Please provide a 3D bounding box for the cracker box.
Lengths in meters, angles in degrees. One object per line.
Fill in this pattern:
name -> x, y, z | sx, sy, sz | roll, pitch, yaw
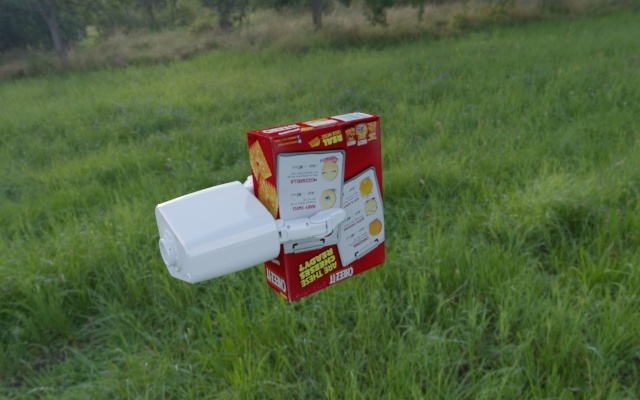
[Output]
cracker box -> 0.000, 0.002, 0.630 | 0.164, 0.214, 0.072 | -17, 23, -30
